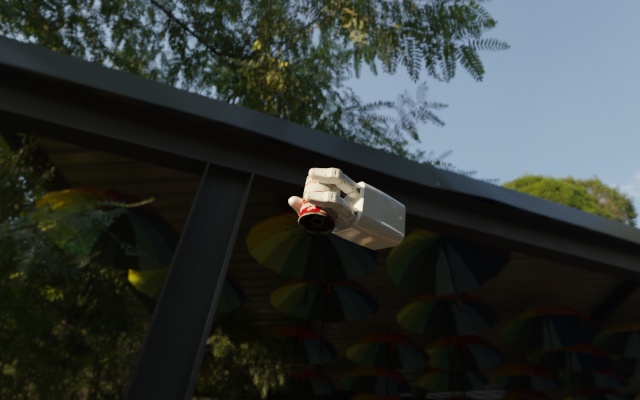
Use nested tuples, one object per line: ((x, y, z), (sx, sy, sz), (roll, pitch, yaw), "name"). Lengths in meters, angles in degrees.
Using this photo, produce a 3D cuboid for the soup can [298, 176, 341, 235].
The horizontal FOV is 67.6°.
((0.000, 0.003, 0.888), (0.068, 0.102, 0.069), (6, -36, 5), "soup can")
